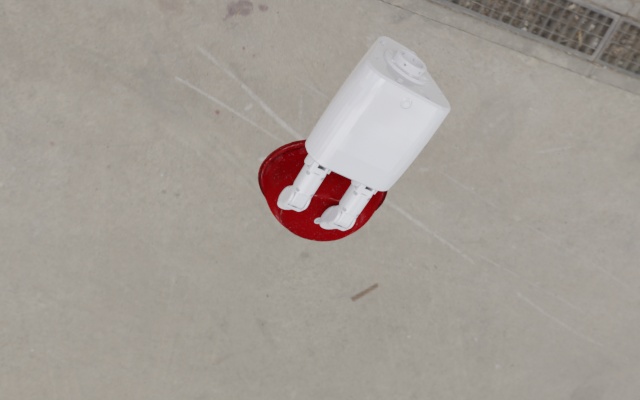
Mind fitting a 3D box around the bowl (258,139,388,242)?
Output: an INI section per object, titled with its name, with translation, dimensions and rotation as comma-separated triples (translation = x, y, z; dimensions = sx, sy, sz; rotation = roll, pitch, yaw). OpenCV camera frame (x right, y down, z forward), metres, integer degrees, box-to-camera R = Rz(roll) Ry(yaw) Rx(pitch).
[bowl]
translation = 0.000, 0.003, 0.578
dimensions = 0.162, 0.055, 0.162
rotation = 4, -38, 3
